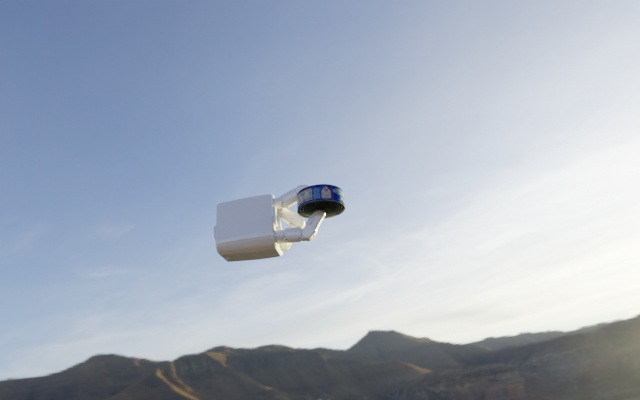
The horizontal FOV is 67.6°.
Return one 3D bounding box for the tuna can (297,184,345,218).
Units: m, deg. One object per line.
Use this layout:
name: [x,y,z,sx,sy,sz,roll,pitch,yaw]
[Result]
tuna can: [0.000,0.002,0.857,0.086,0.033,0.086,-4,-23,-2]
